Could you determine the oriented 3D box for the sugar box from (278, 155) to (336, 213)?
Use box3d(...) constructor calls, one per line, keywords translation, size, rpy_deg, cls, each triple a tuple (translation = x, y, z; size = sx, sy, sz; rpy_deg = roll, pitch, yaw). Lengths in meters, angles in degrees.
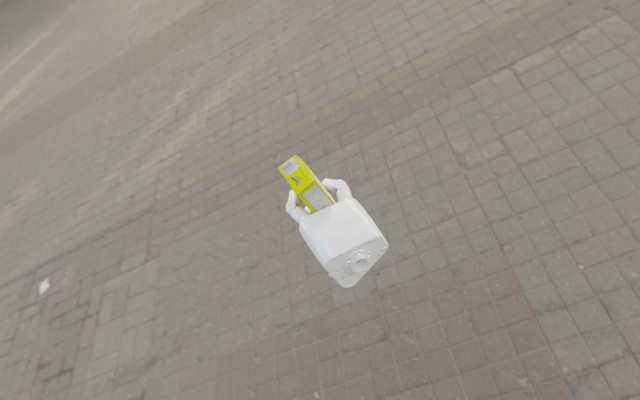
box3d(translation=(0.000, 0.003, 0.862), size=(0.176, 0.048, 0.093), rpy_deg=(52, 1, -42), cls="sugar box")
